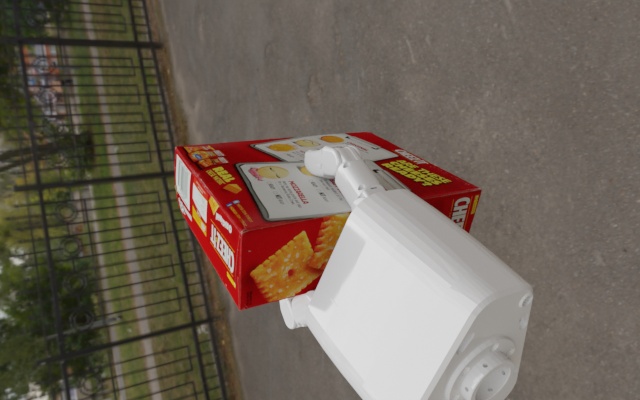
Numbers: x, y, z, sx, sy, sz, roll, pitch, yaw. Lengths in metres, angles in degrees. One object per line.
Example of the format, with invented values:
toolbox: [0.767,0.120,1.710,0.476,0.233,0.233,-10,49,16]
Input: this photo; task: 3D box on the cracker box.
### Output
cracker box: [0.000,0.001,0.418,0.213,0.072,0.164,-8,29,-29]
